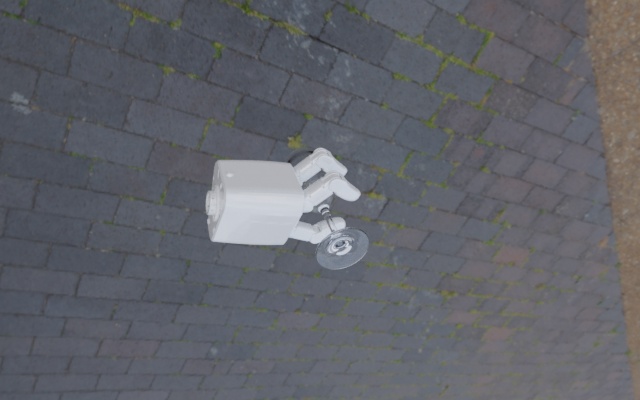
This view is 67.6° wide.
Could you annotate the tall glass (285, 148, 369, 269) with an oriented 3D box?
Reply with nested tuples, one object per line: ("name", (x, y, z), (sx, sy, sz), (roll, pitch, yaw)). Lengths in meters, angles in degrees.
("tall glass", (0.000, 0.003, 0.695), (0.079, 0.079, 0.201), (0, 38, -21))
